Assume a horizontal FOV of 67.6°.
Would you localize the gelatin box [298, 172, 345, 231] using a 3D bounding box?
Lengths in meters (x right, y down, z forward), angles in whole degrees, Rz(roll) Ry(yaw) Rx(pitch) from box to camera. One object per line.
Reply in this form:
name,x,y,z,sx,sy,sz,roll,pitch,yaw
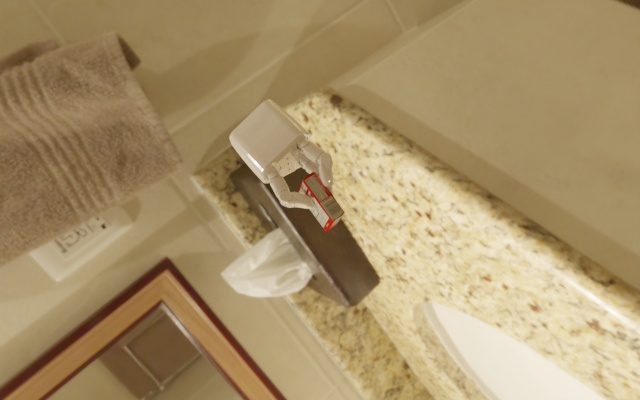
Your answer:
gelatin box,0.000,0.003,0.824,0.030,0.089,0.073,-33,-10,-17
